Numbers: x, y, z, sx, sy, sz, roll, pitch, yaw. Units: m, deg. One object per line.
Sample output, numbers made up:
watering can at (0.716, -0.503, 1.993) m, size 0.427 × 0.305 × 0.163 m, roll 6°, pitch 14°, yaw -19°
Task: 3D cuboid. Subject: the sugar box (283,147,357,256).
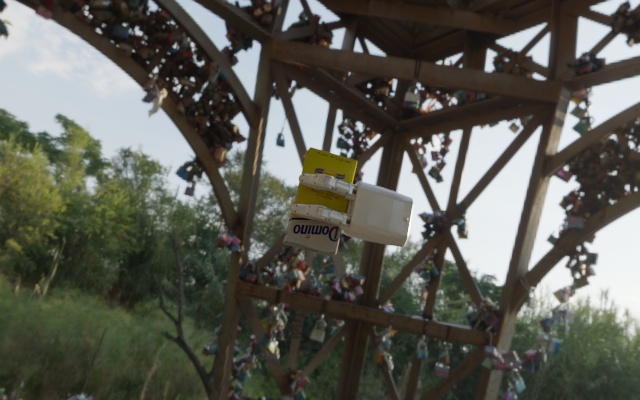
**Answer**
sugar box at (0.000, 0.003, 0.848) m, size 0.093 × 0.176 × 0.048 m, roll 15°, pitch -15°, yaw -9°
